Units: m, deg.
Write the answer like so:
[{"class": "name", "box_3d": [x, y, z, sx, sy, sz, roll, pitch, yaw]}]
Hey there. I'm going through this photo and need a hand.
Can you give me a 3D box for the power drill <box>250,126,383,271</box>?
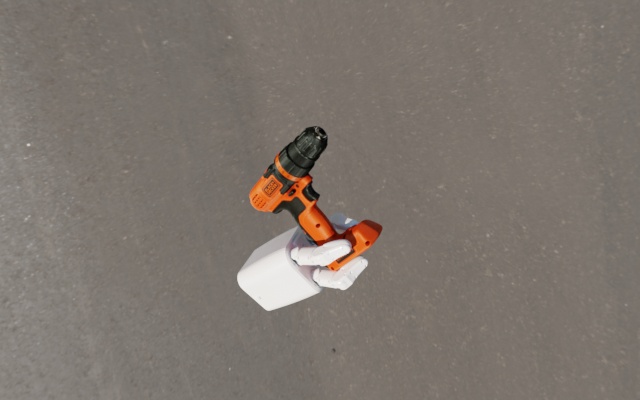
[{"class": "power drill", "box_3d": [0.000, 0.003, 0.703, 0.184, 0.187, 0.057, -43, 1, 43]}]
